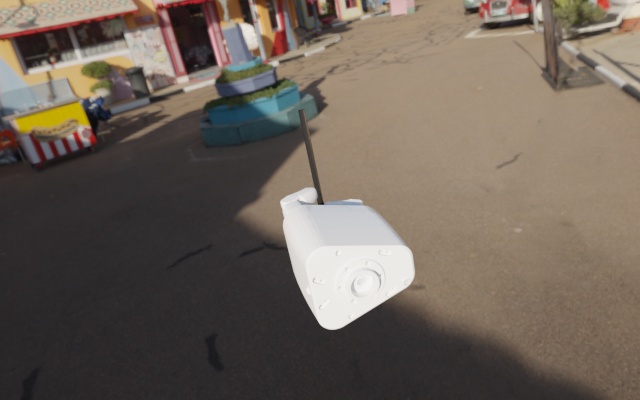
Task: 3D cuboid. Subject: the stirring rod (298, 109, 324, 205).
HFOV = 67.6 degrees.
[{"bbox_3d":[0.000,0.002,0.611,0.011,0.240,0.011,-10,22,4],"label":"stirring rod"}]
